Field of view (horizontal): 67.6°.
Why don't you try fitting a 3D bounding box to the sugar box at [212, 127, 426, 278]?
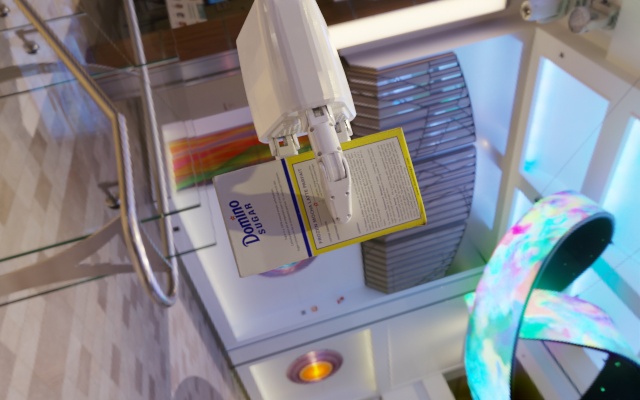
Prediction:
[{"bbox_3d":[0.000,0.001,0.438,0.176,0.093,0.048,-15,-3,-6],"label":"sugar box"}]
